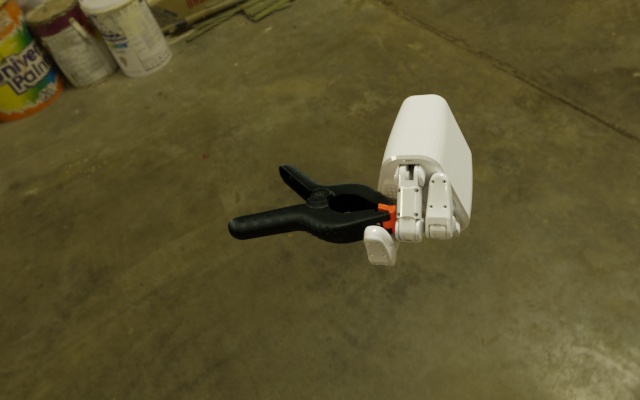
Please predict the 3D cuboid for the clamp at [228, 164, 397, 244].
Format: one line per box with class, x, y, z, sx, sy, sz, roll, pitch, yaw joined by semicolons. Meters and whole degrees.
clamp;0.000;0.001;0.501;0.171;0.039;0.120;4;45;19
